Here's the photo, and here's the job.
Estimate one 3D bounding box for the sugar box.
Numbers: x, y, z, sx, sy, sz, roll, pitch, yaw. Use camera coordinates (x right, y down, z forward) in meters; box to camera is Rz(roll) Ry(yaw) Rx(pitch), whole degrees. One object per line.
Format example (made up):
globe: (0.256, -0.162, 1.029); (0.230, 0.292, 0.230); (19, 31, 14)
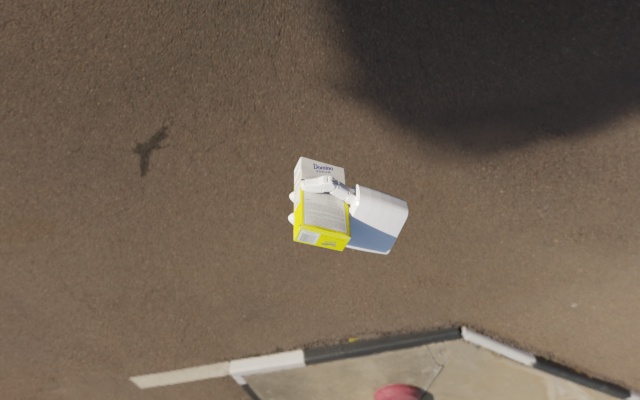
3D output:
sugar box: (0.000, 0.003, 0.863); (0.093, 0.176, 0.048); (15, -49, -16)
